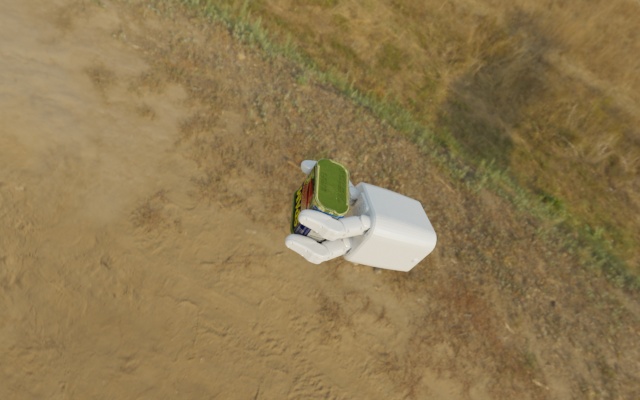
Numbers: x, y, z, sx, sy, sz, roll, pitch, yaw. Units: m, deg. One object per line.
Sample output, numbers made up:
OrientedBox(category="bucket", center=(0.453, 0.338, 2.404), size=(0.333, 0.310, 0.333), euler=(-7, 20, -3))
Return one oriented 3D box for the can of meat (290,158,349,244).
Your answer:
OrientedBox(category="can of meat", center=(0.000, 0.002, 0.681), size=(0.057, 0.102, 0.084), euler=(18, -43, -18))
